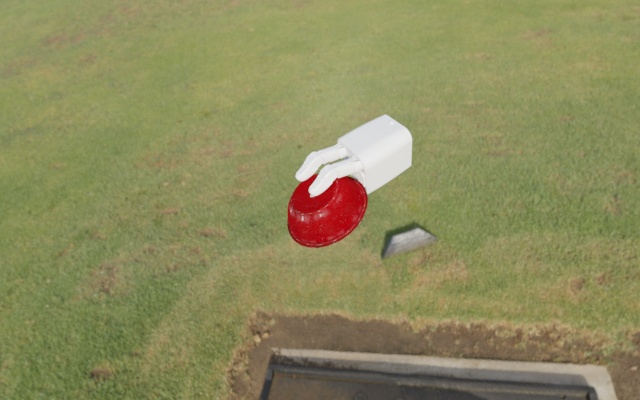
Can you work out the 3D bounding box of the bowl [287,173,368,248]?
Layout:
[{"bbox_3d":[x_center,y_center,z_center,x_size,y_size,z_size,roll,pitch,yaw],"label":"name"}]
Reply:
[{"bbox_3d":[-0.001,0.004,0.851,0.162,0.162,0.055,0,-36,32],"label":"bowl"}]
